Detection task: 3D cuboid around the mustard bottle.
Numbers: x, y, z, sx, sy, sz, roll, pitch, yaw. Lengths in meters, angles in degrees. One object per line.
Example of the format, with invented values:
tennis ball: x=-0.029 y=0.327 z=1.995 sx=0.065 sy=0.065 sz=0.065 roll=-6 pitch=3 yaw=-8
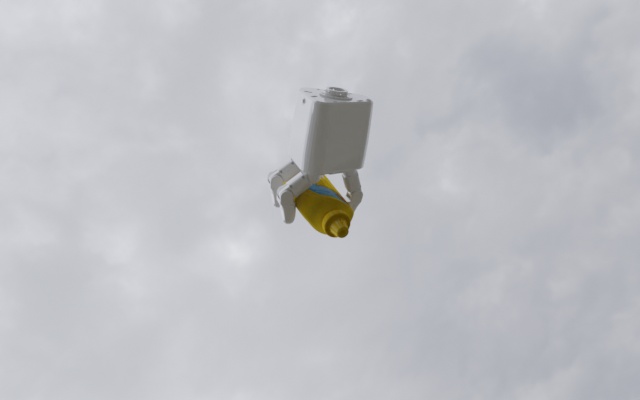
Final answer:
mustard bottle: x=0.000 y=0.003 z=0.742 sx=0.096 sy=0.058 sz=0.191 roll=24 pitch=15 yaw=-30
